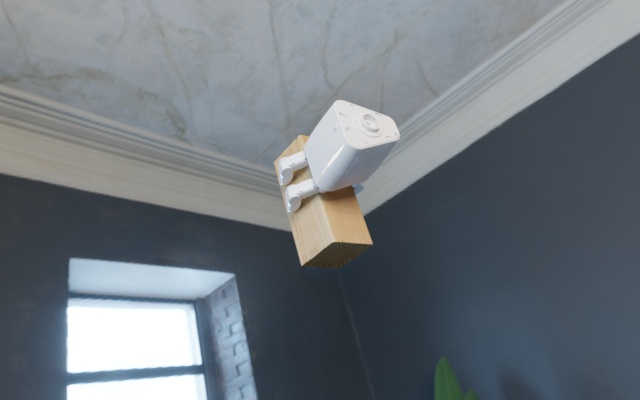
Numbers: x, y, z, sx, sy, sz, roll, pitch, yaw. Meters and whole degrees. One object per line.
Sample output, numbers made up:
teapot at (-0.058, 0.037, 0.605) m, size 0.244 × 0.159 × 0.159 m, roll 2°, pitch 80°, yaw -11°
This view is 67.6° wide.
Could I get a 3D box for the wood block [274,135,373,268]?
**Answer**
wood block at (0.001, 0.002, 0.816) m, size 0.091 × 0.206 × 0.090 m, roll 8°, pitch -37°, yaw -39°
